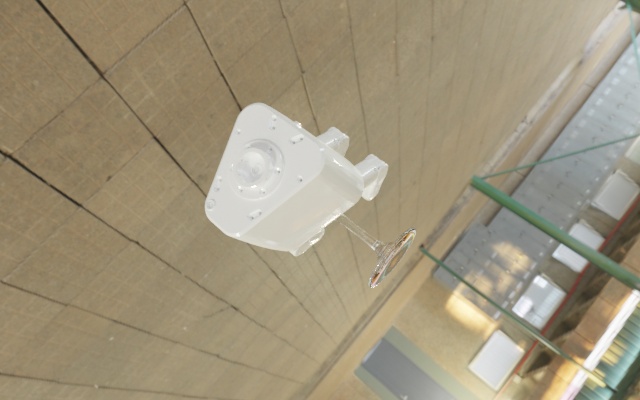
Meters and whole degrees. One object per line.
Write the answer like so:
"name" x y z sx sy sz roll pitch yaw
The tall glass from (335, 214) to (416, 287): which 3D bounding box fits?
"tall glass" 0.001 0.002 0.516 0.201 0.079 0.079 38 16 22
